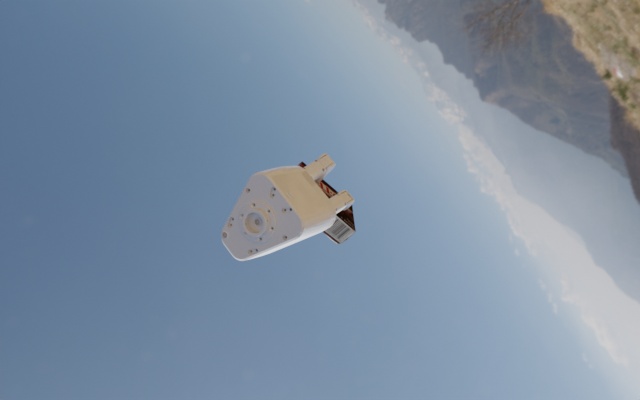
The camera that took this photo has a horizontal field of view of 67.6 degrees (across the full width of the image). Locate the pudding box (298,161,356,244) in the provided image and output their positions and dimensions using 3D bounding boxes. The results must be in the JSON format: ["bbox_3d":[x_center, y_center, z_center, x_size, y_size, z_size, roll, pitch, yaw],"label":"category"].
[{"bbox_3d":[0.000,0.002,0.718,0.039,0.113,0.090,-41,19,19],"label":"pudding box"}]
